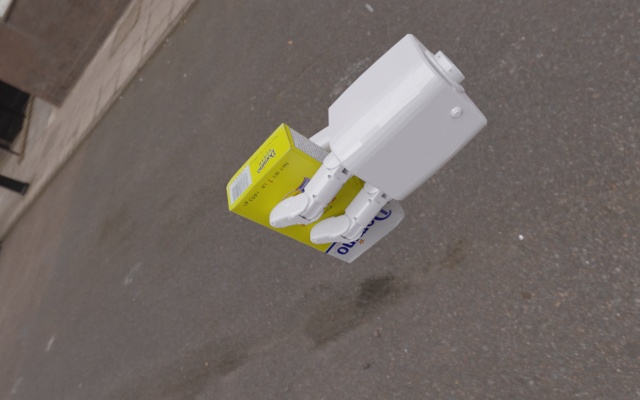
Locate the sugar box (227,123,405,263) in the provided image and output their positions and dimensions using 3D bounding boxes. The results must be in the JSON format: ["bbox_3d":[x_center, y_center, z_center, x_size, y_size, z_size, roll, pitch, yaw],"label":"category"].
[{"bbox_3d":[0.000,0.002,0.499,0.176,0.048,0.093,29,-60,-36],"label":"sugar box"}]
